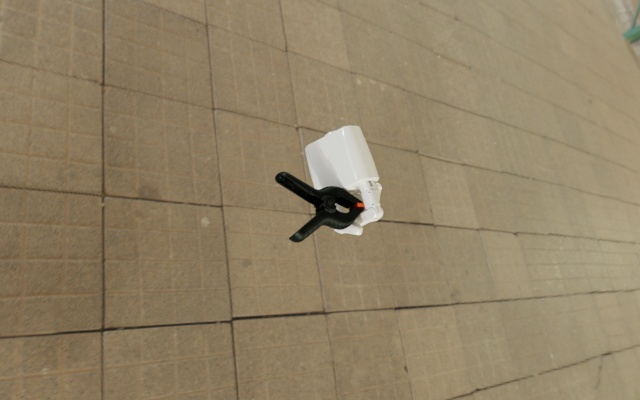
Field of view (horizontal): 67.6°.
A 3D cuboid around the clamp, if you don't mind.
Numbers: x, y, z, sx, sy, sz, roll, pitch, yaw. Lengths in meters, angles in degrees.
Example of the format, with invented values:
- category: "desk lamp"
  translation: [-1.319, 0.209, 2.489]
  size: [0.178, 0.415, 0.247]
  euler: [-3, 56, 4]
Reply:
- category: "clamp"
  translation: [0.001, 0.002, 0.799]
  size: [0.171, 0.120, 0.039]
  euler: [-7, -15, -43]
